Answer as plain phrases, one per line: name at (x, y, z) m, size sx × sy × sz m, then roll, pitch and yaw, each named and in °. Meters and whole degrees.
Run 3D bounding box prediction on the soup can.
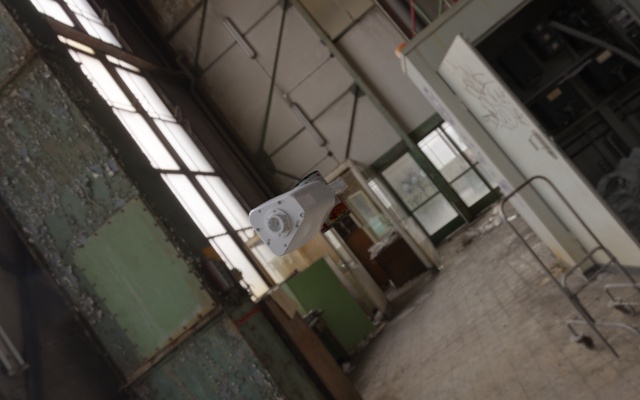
soup can at (0.000, 0.003, 0.899) m, size 0.068 × 0.102 × 0.068 m, roll -37°, pitch -6°, yaw -5°
